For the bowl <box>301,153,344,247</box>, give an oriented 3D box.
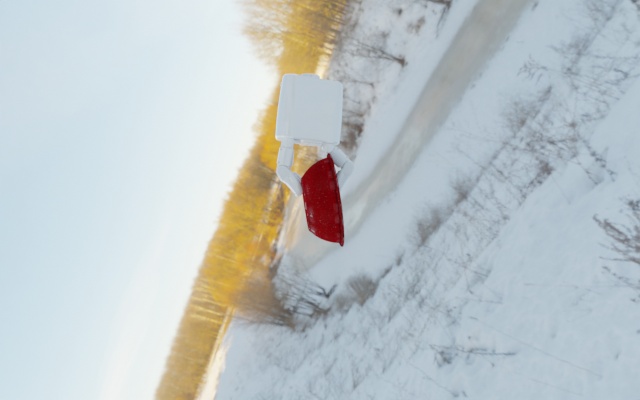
[{"bbox_3d":[0.000,0.004,0.810,0.055,0.162,0.162,-9,1,-4],"label":"bowl"}]
